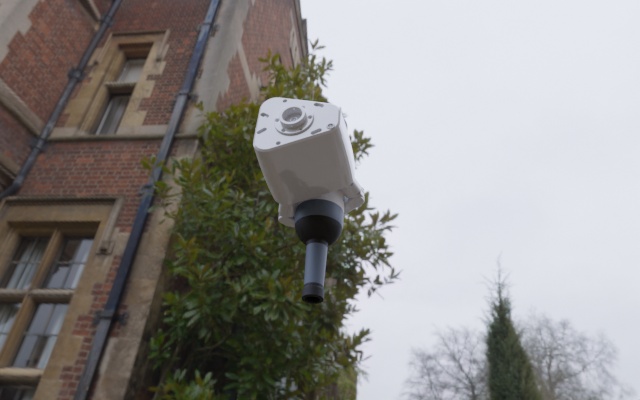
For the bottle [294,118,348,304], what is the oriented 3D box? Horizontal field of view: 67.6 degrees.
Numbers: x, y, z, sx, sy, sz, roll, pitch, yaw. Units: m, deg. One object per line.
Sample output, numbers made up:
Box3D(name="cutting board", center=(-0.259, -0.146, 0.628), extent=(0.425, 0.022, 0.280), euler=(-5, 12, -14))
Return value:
Box3D(name="bottle", center=(0.000, 0.002, 0.670), extent=(0.069, 0.295, 0.069), euler=(3, -35, 2))
